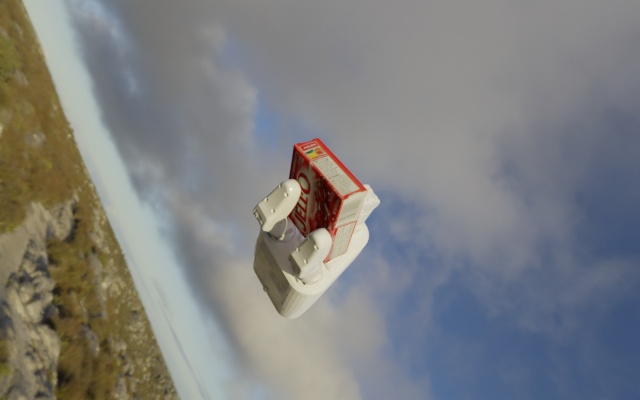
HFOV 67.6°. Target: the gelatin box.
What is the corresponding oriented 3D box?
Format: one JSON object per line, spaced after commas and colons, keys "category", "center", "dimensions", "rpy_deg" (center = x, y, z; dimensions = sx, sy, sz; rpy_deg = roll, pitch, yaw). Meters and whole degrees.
{"category": "gelatin box", "center": [0.001, 0.001, 0.428], "dimensions": [0.030, 0.089, 0.073], "rpy_deg": [-21, 55, -29]}
